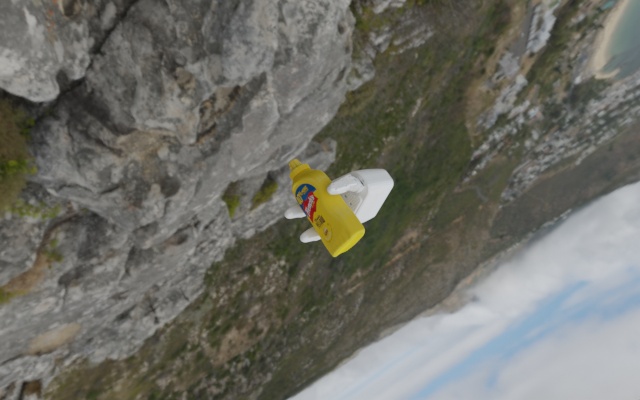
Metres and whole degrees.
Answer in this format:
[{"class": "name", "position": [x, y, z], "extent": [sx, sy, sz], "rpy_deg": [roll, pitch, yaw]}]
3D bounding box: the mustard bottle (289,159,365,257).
[{"class": "mustard bottle", "position": [0.000, 0.003, 0.871], "extent": [0.058, 0.191, 0.096], "rpy_deg": [-25, -17, -30]}]
